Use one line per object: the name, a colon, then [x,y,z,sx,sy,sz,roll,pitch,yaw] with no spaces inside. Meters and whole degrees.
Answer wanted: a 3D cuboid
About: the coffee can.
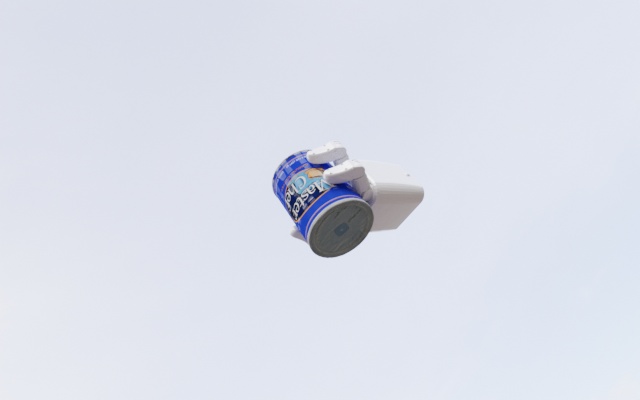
coffee can: [0.000,0.002,0.715,0.103,0.103,0.140,0,35,-32]
